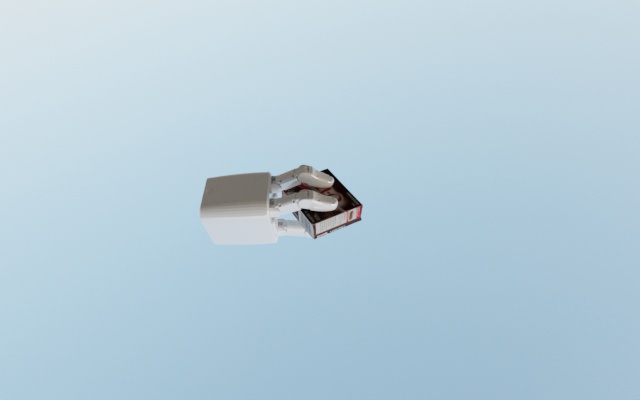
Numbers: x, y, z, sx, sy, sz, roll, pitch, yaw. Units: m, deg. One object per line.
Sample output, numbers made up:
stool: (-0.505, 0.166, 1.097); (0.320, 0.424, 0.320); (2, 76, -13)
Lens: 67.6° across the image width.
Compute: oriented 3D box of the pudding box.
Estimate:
pudding box: (0.000, 0.003, 0.761); (0.090, 0.039, 0.113); (-21, 47, -21)
